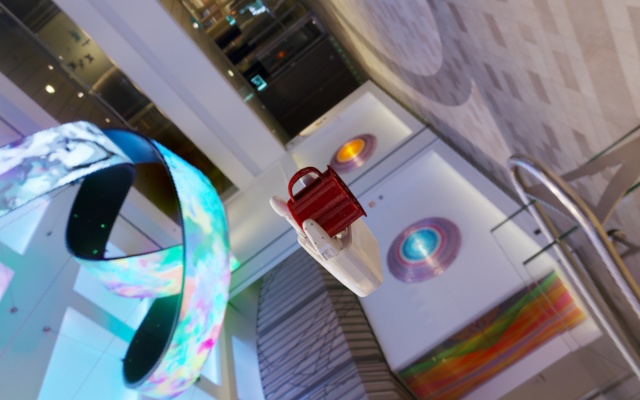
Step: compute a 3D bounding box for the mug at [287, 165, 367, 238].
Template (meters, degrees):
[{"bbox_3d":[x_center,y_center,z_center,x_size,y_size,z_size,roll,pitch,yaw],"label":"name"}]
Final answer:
[{"bbox_3d":[-0.001,0.001,0.674,0.081,0.117,0.093,-37,34,7],"label":"mug"}]
